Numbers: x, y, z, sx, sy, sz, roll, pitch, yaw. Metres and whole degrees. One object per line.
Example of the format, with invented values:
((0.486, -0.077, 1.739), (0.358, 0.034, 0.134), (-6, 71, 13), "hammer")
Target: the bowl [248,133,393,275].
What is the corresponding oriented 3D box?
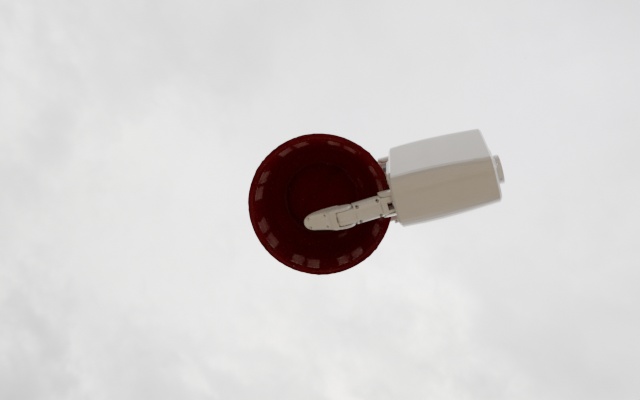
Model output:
((-0.001, 0.002, 0.557), (0.162, 0.162, 0.055), (0, 11, 2), "bowl")
